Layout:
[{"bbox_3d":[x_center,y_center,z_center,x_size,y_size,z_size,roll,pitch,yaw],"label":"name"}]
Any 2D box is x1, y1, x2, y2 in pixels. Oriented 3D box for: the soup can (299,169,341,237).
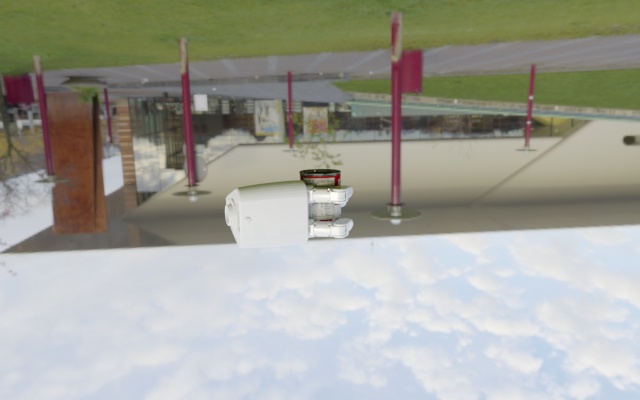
[{"bbox_3d":[0.001,0.003,0.781,0.068,0.102,0.068,-1,11,0],"label":"soup can"}]
